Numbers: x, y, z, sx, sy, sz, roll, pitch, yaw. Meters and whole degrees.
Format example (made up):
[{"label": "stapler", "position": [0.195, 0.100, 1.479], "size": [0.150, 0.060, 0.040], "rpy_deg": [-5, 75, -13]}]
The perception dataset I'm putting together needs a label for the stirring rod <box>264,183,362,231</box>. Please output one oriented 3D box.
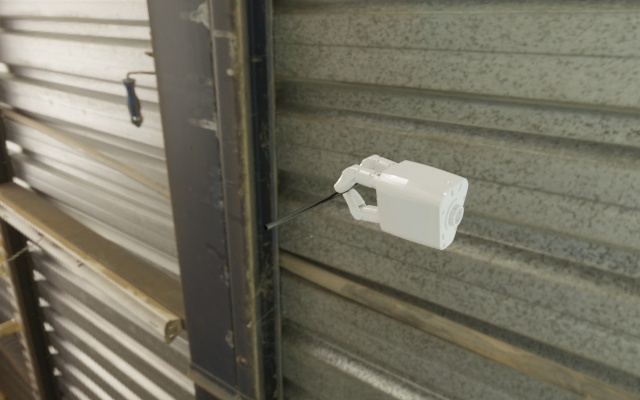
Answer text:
[{"label": "stirring rod", "position": [0.000, 0.003, 0.750], "size": [0.011, 0.011, 0.239], "rpy_deg": [0, 17, 42]}]
